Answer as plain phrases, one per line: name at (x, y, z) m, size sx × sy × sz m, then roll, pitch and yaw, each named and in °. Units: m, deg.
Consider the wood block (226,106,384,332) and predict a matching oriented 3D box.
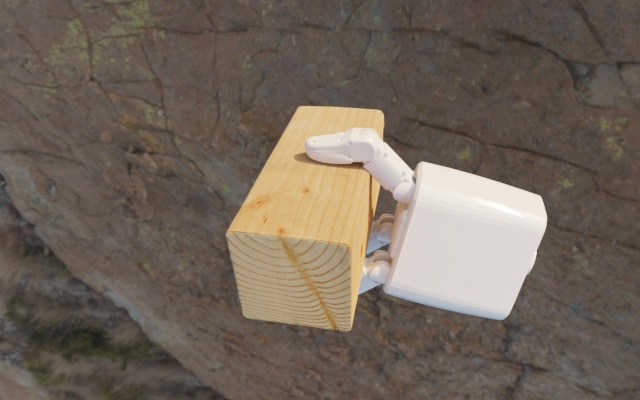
wood block at (0.000, 0.001, 0.426) m, size 0.090 × 0.091 × 0.206 m, roll 5°, pitch 36°, yaw 11°
